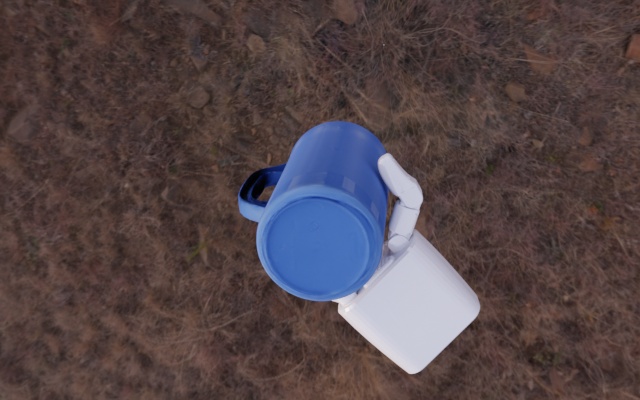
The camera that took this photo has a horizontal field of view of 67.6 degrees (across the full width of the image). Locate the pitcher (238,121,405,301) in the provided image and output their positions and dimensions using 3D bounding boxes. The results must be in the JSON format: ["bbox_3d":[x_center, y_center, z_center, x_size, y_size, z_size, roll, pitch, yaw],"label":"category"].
[{"bbox_3d":[0.000,0.002,0.507,0.149,0.145,0.242,-43,9,18],"label":"pitcher"}]
